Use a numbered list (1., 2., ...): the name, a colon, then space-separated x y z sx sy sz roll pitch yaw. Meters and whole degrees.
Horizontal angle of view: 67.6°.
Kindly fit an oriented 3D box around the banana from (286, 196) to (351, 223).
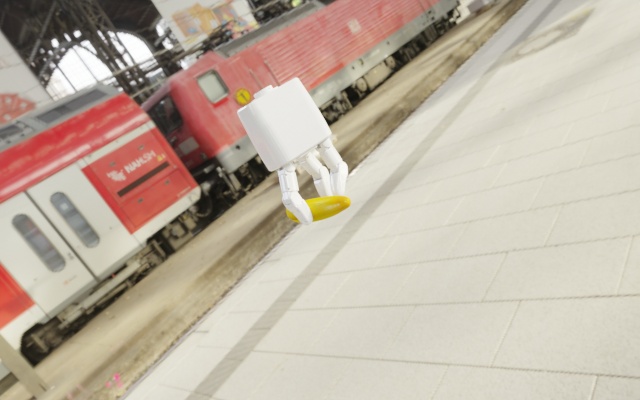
1. banana: -0.016 0.012 0.802 0.069 0.037 0.198 -31 10 -18
